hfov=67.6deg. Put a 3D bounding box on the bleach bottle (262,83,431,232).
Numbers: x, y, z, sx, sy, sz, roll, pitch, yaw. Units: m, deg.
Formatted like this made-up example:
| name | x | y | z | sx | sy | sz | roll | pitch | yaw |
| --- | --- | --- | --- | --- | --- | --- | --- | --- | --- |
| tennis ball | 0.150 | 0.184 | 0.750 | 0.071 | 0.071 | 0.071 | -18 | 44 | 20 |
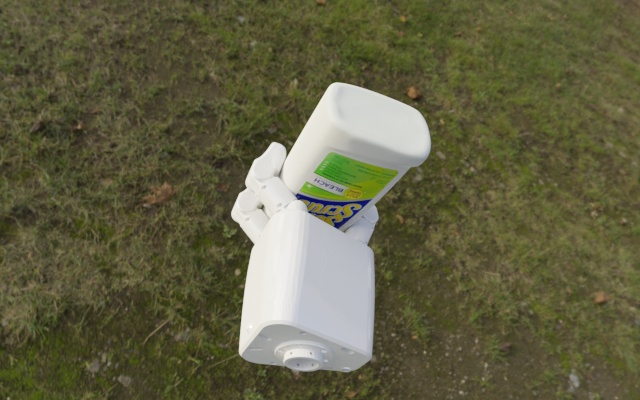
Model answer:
| name | x | y | z | sx | sy | sz | roll | pitch | yaw |
| --- | --- | --- | --- | --- | --- | --- | --- | --- | --- |
| bleach bottle | 0.000 | 0.002 | 0.485 | 0.102 | 0.068 | 0.251 | 16 | -41 | -17 |
